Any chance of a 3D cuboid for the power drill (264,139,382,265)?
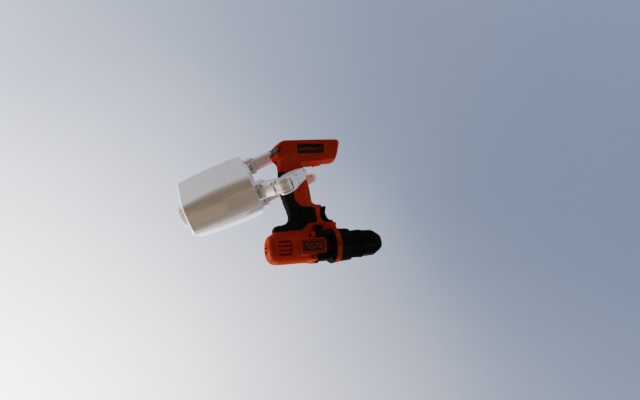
[{"bbox_3d":[0.000,0.002,0.727,0.184,0.187,0.057,-3,-11,-21],"label":"power drill"}]
